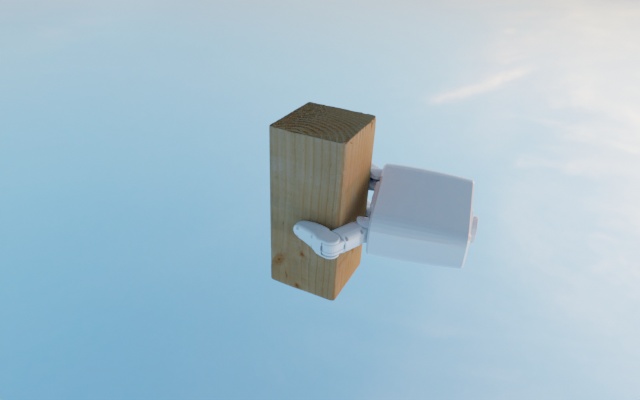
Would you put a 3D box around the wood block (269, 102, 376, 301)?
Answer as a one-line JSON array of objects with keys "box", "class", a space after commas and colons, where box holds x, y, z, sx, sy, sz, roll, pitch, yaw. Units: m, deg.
[{"box": [0.000, 0.002, 0.564, 0.090, 0.206, 0.090, 16, 33, 22], "class": "wood block"}]
